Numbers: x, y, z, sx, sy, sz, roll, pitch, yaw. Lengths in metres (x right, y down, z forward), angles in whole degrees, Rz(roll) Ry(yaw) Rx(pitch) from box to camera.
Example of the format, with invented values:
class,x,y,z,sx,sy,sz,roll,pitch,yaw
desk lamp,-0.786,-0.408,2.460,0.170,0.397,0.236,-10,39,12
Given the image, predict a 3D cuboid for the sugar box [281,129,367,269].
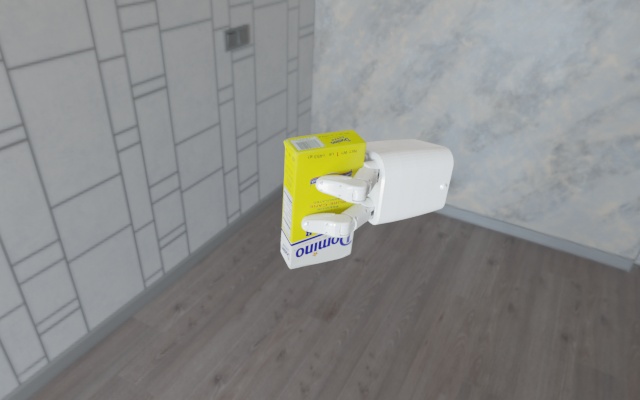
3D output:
class,x,y,z,sx,sy,sz,roll,pitch,yaw
sugar box,0.000,0.002,0.607,0.093,0.176,0.048,-10,35,-20
